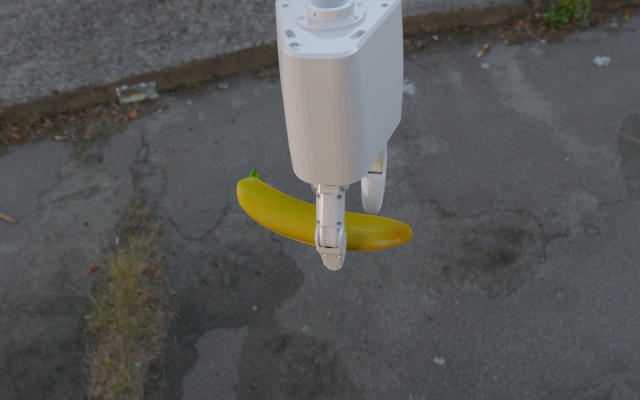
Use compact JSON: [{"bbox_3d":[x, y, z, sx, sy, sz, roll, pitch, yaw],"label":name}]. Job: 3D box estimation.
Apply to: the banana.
[{"bbox_3d":[-0.013,0.011,0.456,0.197,0.037,0.069,22,48,28],"label":"banana"}]
